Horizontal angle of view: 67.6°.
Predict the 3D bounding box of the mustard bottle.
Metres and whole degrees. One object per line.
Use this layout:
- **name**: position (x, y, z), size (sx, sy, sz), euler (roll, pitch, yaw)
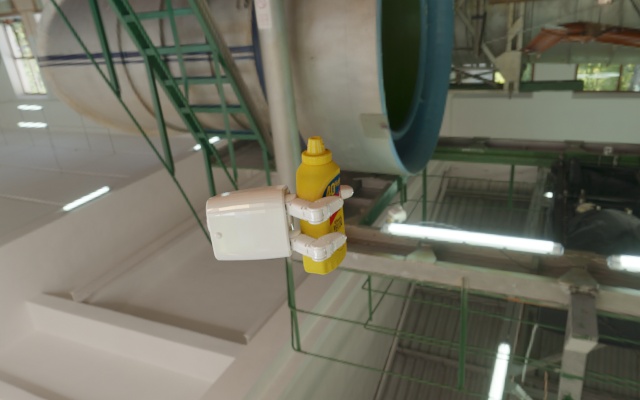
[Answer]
- **mustard bottle**: position (0.000, 0.002, 0.687), size (0.058, 0.192, 0.096), euler (5, 25, 23)
